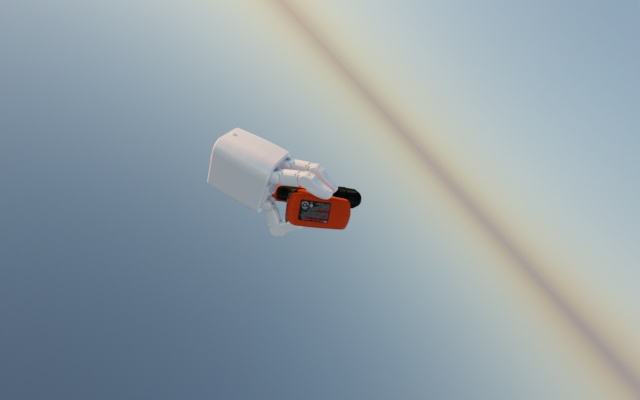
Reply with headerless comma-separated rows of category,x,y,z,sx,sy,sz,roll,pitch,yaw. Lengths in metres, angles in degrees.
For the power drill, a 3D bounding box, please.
power drill,0.000,0.003,0.866,0.184,0.057,0.187,5,10,-9
